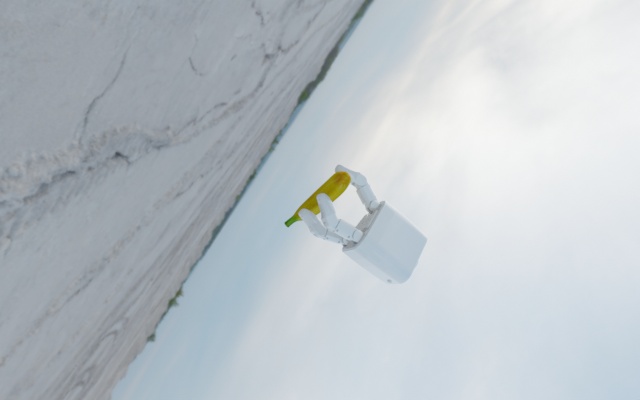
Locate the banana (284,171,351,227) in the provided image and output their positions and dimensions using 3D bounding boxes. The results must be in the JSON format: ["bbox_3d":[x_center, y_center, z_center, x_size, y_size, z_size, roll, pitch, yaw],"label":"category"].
[{"bbox_3d":[0.007,-0.006,0.846,0.198,0.037,0.069,-42,6,47],"label":"banana"}]
